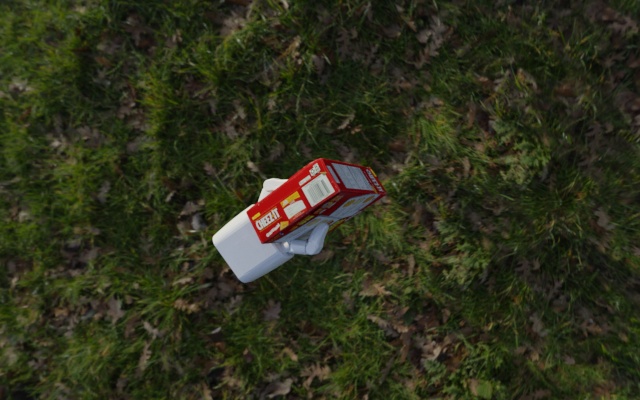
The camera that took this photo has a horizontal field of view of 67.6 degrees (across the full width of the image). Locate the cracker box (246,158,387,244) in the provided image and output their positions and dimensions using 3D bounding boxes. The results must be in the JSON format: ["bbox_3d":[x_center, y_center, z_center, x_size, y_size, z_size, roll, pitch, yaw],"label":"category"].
[{"bbox_3d":[0.000,0.003,0.830,0.164,0.072,0.214,-35,-15,22],"label":"cracker box"}]
